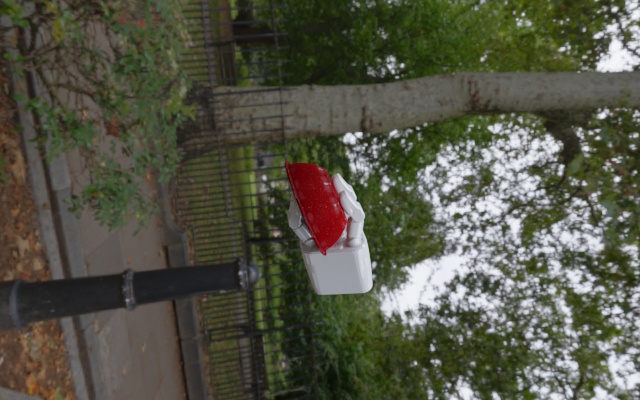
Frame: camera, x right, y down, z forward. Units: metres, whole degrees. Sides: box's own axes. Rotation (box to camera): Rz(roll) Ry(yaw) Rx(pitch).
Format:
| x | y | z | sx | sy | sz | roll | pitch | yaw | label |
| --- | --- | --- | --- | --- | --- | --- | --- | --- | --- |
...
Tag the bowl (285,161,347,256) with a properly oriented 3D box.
| x | y | z | sx | sy | sz | roll | pitch | yaw | label |
| --- | --- | --- | --- | --- | --- | --- | --- | --- | --- |
| 0.000 | 0.001 | 0.750 | 0.055 | 0.162 | 0.162 | -23 | -2 | 4 | bowl |
